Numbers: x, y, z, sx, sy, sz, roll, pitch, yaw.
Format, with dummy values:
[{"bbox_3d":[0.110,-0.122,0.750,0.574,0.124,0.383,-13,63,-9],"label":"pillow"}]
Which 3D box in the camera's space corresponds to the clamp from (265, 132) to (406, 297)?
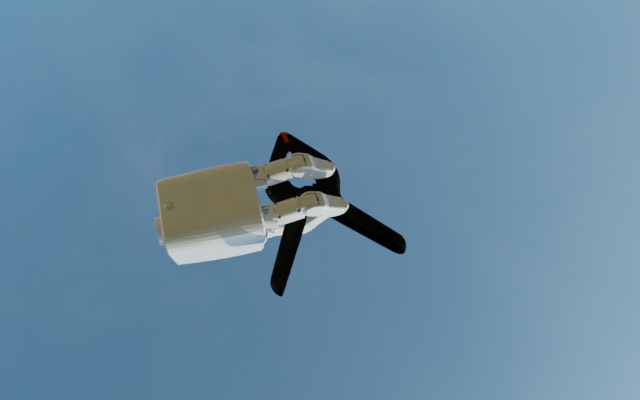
[{"bbox_3d":[0.000,0.002,0.579,0.164,0.210,0.036,-10,-30,-15],"label":"clamp"}]
